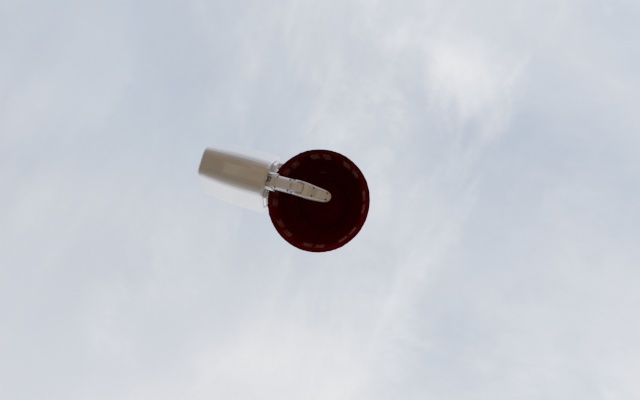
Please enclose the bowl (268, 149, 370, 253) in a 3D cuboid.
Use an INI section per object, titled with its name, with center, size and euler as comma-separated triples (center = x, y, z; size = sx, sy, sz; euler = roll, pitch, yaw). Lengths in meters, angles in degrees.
[bowl]
center = 0.001, 0.003, 0.762
size = 0.162, 0.162, 0.055
euler = 0, -7, 10
